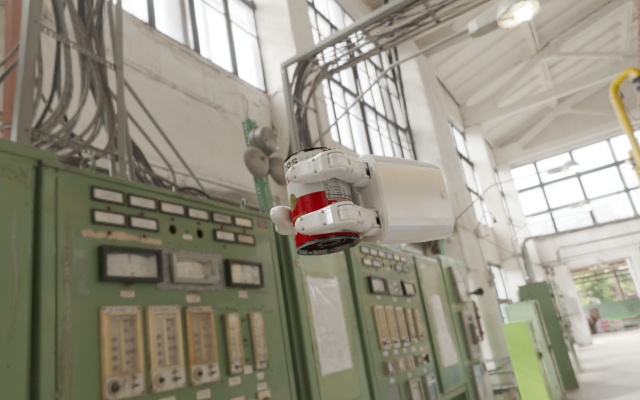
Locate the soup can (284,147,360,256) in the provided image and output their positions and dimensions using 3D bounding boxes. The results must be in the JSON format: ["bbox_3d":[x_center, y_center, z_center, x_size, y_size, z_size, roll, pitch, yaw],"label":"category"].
[{"bbox_3d":[0.000,0.001,0.514,0.068,0.102,0.068,-9,-18,-3],"label":"soup can"}]
